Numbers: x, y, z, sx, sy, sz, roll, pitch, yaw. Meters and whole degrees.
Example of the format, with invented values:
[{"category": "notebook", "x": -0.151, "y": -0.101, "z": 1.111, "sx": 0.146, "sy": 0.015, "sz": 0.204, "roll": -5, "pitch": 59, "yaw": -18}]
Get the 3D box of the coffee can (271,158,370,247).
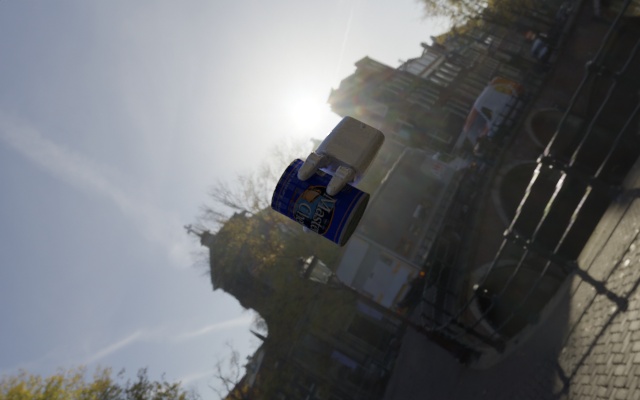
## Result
[{"category": "coffee can", "x": 0.000, "y": 0.003, "z": 0.827, "sx": 0.140, "sy": 0.103, "sz": 0.103, "roll": 28, "pitch": 6, "yaw": 12}]
